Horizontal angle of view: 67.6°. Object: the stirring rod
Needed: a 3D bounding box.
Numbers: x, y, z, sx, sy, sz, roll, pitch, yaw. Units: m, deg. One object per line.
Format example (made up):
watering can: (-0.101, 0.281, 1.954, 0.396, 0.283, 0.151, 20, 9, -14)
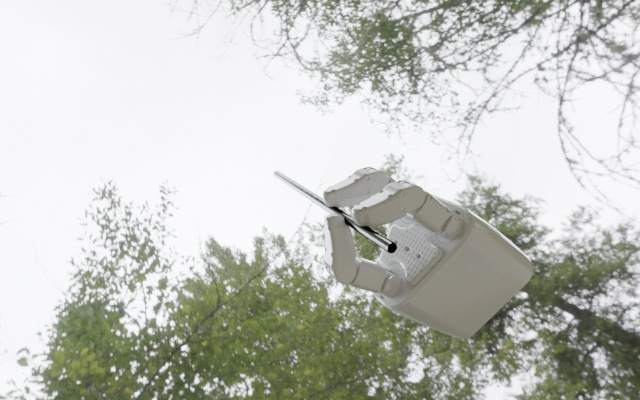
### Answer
stirring rod: (0.000, 0.002, 0.435, 0.011, 0.011, 0.239, 0, 15, -25)
